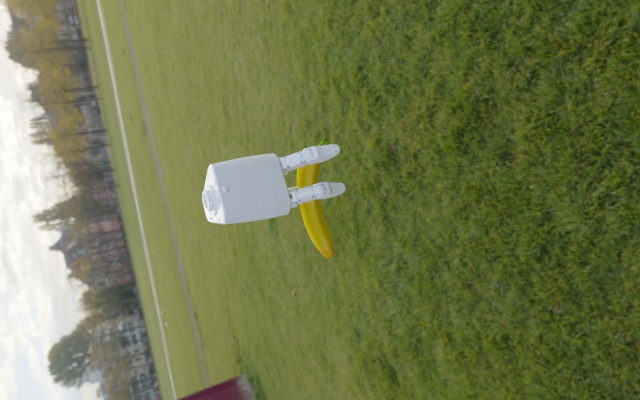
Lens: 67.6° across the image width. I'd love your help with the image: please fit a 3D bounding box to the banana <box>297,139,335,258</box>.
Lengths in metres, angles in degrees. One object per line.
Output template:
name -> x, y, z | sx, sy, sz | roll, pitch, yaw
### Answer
banana -> -0.010, -0.002, 0.801 | 0.037, 0.198, 0.069 | -10, 10, -32
